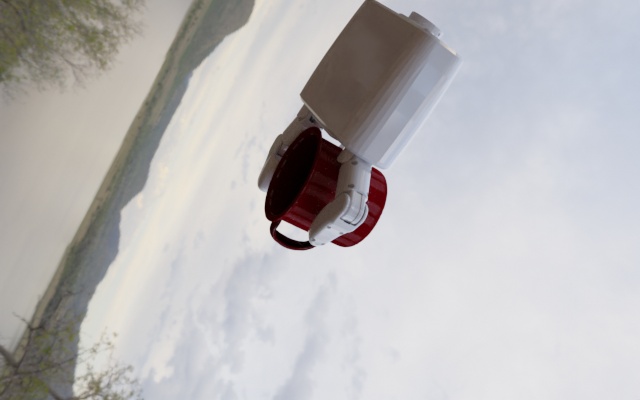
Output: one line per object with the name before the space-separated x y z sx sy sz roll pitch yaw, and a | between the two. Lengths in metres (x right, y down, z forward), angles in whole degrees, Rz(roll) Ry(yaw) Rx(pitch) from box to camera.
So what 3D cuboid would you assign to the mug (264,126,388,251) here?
mug | -0.001 0.003 0.441 0.081 0.117 0.093 27 22 -23
